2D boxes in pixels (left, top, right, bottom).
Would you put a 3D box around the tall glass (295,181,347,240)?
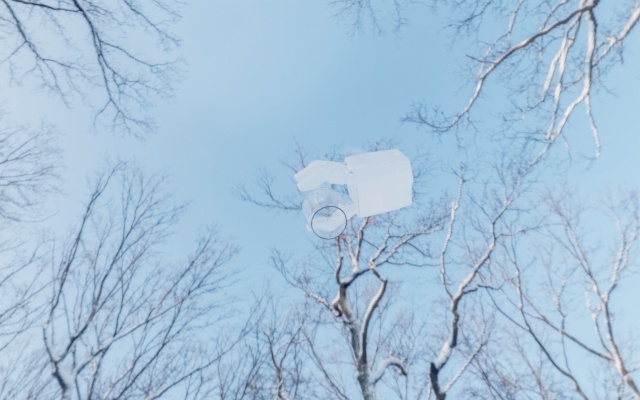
[{"bbox_3d":[0.000,0.003,0.892,0.079,0.079,0.201,0,21,-9],"label":"tall glass"}]
